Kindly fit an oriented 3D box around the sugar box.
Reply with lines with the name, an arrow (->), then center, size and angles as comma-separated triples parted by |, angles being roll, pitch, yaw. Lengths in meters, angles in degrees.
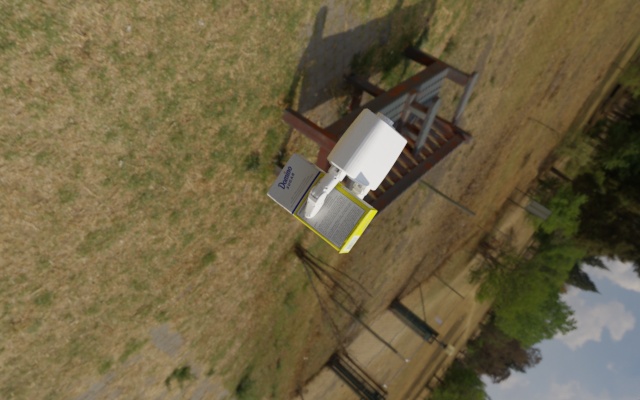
sugar box -> 0.001, 0.003, 0.832 | 0.176, 0.093, 0.048 | 39, 10, 22
